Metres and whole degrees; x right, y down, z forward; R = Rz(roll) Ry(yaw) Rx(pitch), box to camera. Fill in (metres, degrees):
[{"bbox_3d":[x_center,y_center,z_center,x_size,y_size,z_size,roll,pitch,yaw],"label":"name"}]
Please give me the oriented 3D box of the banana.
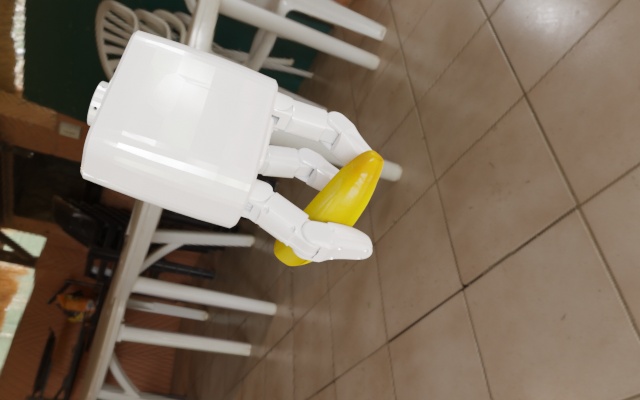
[{"bbox_3d":[-0.006,0.019,0.408,0.037,0.069,0.198,22,-22,-13],"label":"banana"}]
